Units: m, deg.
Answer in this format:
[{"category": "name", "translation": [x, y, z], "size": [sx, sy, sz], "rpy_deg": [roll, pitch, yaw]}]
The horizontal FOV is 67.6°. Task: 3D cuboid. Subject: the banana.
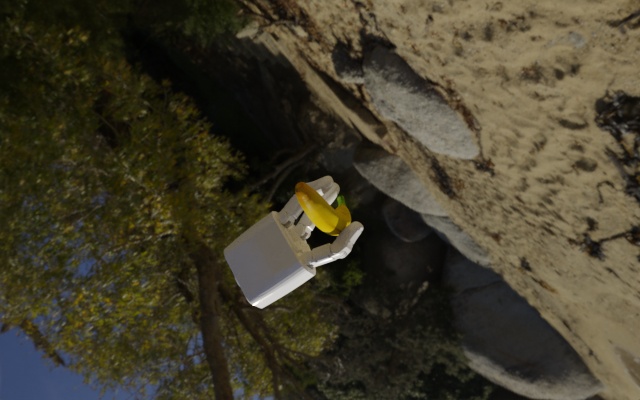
[{"category": "banana", "translation": [0.010, 0.019, 0.707], "size": [0.037, 0.069, 0.198], "rpy_deg": [-32, -14, 12]}]
